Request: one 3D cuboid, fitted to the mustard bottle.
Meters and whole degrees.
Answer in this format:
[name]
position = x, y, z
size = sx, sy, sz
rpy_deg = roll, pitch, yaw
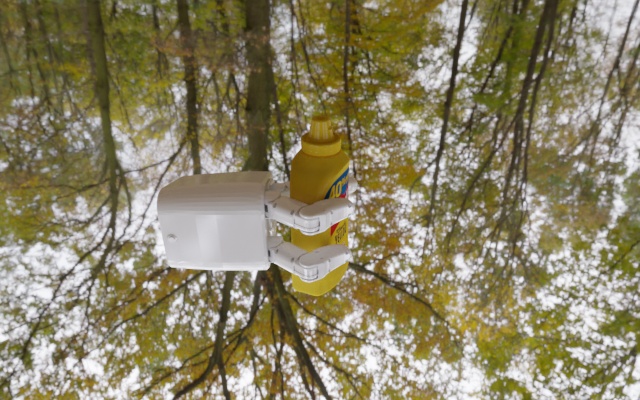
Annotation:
[mustard bottle]
position = 0.000, 0.002, 0.519
size = 0.058, 0.192, 0.096
rpy_deg = 12, 32, 22
